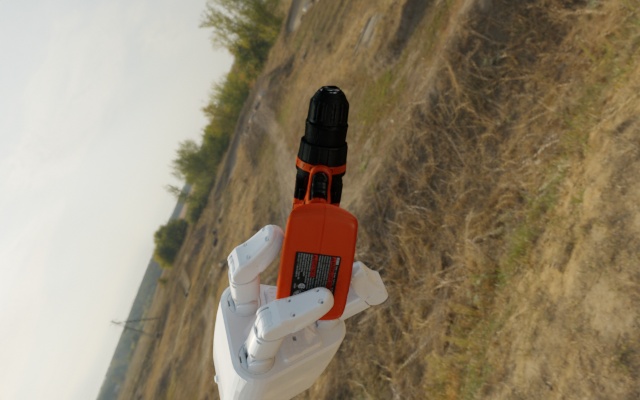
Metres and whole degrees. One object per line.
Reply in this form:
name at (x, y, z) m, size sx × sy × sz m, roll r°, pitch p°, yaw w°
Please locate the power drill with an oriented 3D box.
power drill at (0.000, 0.002, 0.439) m, size 0.057 × 0.184 × 0.187 m, roll 6°, pitch 25°, yaw -1°
